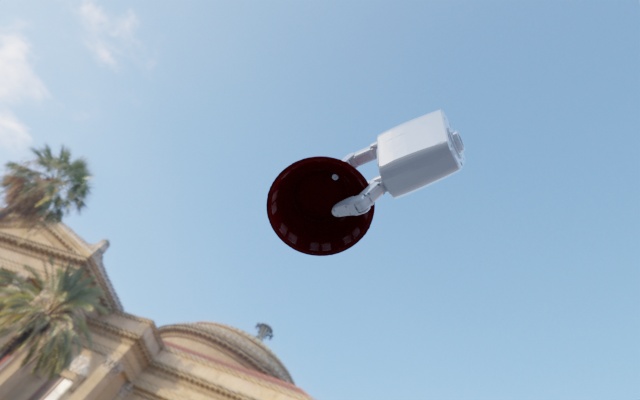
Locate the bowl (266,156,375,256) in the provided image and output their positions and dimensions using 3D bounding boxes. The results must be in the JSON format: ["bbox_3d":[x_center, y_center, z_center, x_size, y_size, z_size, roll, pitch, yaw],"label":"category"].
[{"bbox_3d":[-0.001,0.003,0.734,0.162,0.162,0.055,0,22,0],"label":"bowl"}]
